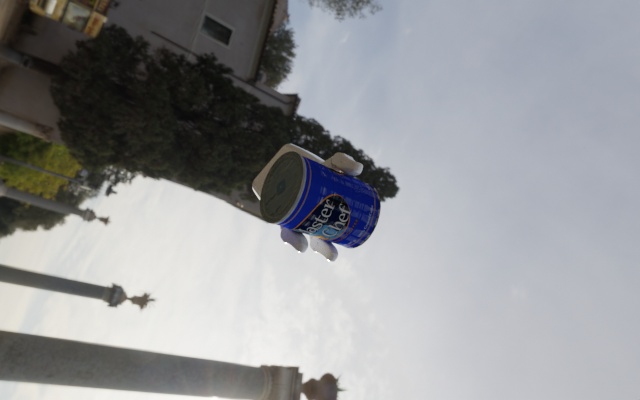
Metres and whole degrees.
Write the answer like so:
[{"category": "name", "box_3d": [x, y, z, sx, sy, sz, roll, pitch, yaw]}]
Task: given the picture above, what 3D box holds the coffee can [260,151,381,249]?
[{"category": "coffee can", "box_3d": [0.000, 0.002, 0.679, 0.140, 0.103, 0.103, 21, -12, -33]}]
